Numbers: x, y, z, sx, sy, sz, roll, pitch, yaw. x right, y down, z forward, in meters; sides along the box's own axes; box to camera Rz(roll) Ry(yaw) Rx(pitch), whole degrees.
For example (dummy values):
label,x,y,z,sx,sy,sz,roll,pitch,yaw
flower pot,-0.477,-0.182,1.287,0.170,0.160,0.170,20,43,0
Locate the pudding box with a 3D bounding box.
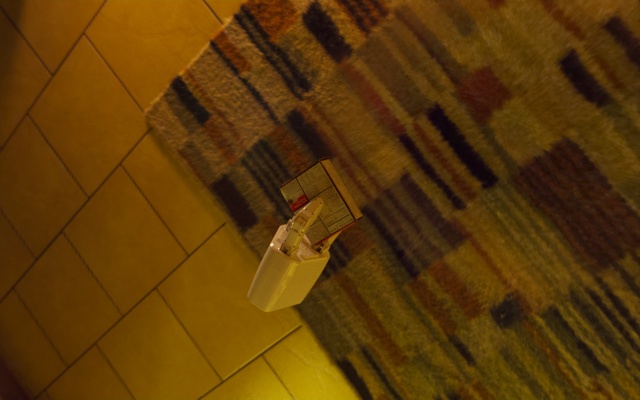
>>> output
label,x,y,z,sx,sy,sz,roll,pitch,yaw
pudding box,0.000,0.003,0.753,0.090,0.113,0.039,-32,-2,24
